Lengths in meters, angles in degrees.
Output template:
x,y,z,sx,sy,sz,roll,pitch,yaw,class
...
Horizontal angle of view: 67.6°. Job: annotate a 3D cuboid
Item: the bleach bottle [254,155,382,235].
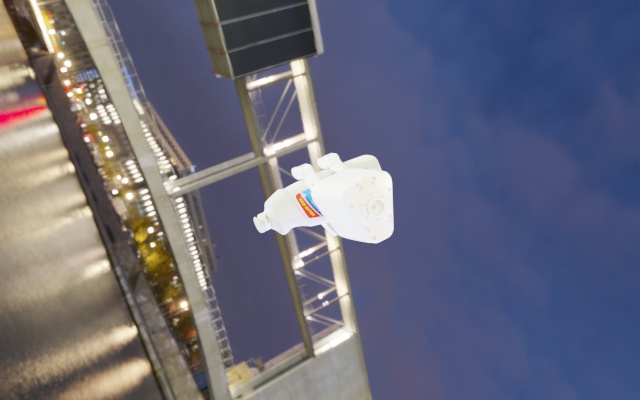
x,y,z,sx,sy,sz,roll,pitch,yaw,class
0.000,0.003,0.868,0.251,0.102,0.068,-24,15,-23,bleach bottle
